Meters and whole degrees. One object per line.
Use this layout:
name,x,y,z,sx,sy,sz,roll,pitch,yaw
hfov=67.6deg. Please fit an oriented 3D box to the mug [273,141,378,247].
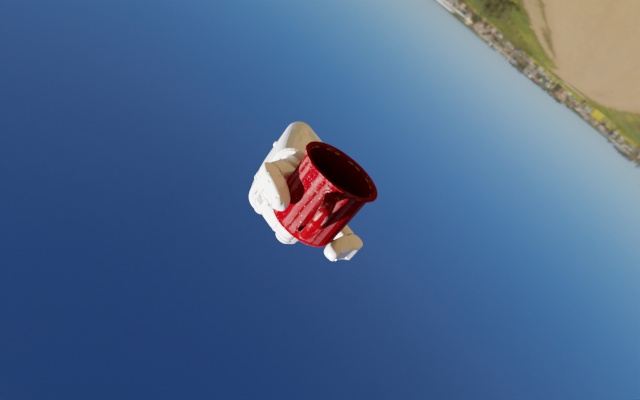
mug,0.000,0.003,0.510,0.093,0.081,0.117,33,27,-12
